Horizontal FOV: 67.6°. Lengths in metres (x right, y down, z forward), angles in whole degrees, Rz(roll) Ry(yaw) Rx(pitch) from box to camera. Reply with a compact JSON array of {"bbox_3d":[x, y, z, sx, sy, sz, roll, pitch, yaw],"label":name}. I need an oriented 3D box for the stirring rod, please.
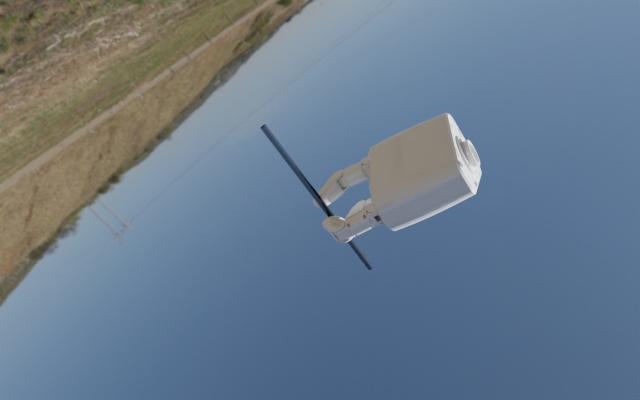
[{"bbox_3d":[0.000,0.002,0.605,0.011,0.240,0.011,-32,21,14],"label":"stirring rod"}]
